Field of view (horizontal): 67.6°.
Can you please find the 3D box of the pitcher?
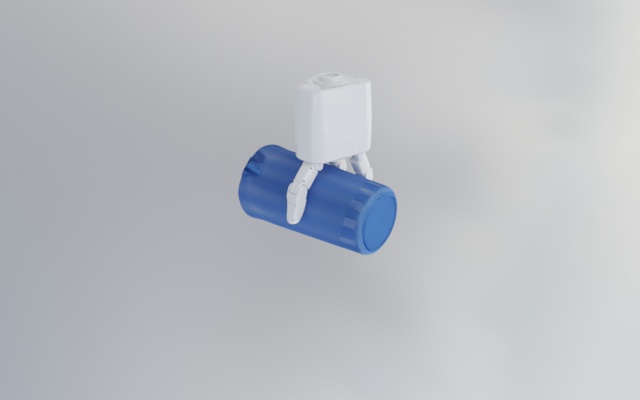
[{"bbox_3d":[0.000,0.002,0.775,0.243,0.145,0.149,20,32,34],"label":"pitcher"}]
